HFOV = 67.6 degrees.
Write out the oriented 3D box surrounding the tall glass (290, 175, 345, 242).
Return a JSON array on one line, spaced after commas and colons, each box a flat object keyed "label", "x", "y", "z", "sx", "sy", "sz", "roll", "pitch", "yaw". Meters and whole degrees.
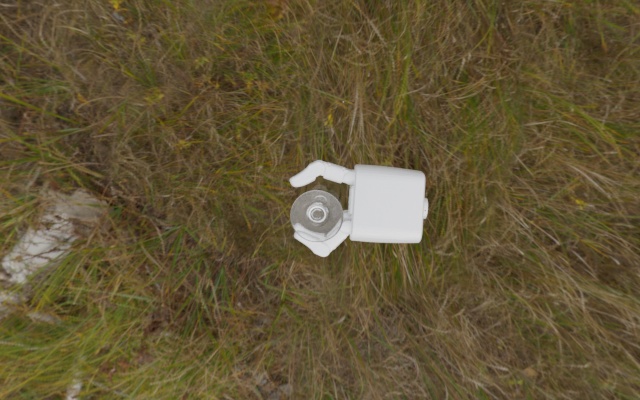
[{"label": "tall glass", "x": 0.000, "y": 0.003, "z": 0.758, "sx": 0.079, "sy": 0.079, "sz": 0.201, "roll": 0, "pitch": 12, "yaw": 3}]
